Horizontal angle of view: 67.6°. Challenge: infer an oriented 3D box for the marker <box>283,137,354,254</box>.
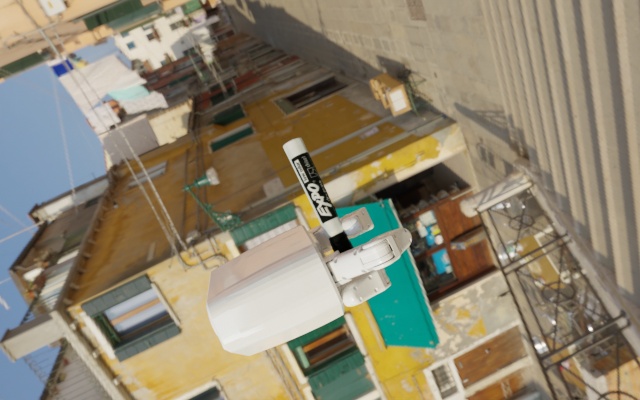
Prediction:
[{"bbox_3d":[0.000,0.001,0.426,0.020,0.121,0.020,-25,-4,-2],"label":"marker"}]
